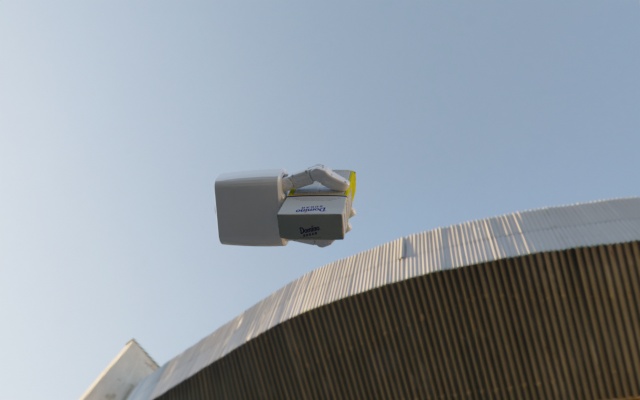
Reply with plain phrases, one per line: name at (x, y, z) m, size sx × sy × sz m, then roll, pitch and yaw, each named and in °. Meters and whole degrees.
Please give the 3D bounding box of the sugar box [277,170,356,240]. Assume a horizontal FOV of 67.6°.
sugar box at (0.000, 0.003, 0.723) m, size 0.093 × 0.048 × 0.176 m, roll 0°, pitch 26°, yaw 11°
